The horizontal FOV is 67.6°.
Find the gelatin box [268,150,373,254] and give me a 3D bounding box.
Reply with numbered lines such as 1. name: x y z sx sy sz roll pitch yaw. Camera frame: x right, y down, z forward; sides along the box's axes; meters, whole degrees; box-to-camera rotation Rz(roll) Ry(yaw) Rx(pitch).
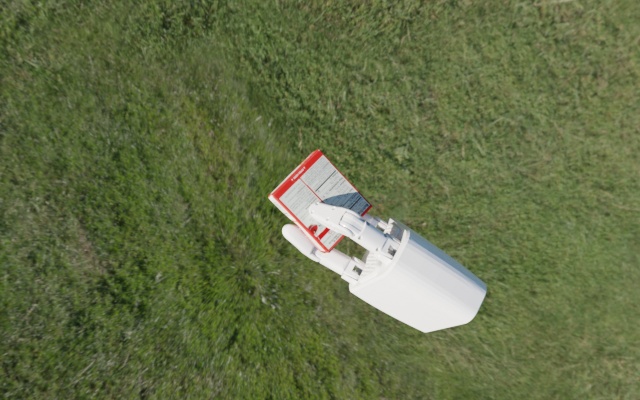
1. gelatin box: 0.000 0.001 0.519 0.073 0.089 0.030 -46 9 -14
